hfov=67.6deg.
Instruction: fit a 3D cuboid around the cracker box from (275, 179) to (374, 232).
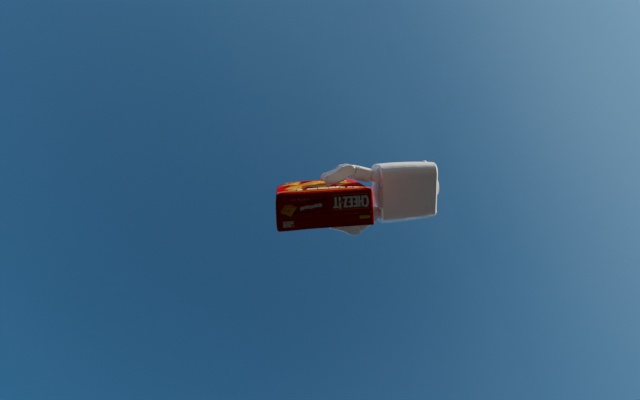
[{"bbox_3d":[0.000,0.003,0.890,0.164,0.072,0.213,-4,6,-4],"label":"cracker box"}]
